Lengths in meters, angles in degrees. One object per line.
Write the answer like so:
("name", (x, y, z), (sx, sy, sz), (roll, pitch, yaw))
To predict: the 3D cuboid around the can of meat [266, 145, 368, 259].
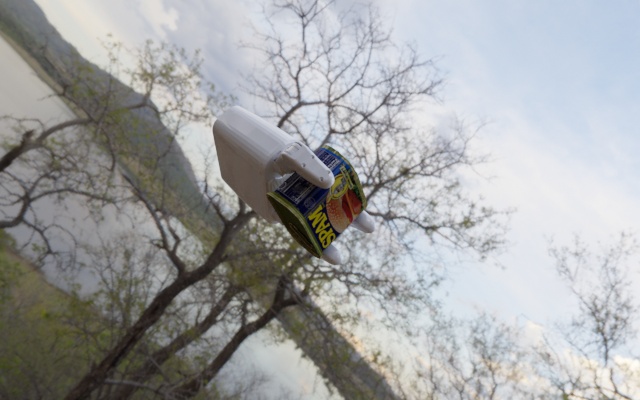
("can of meat", (0.000, 0.001, 0.524), (0.057, 0.084, 0.102), (35, -18, 34))
